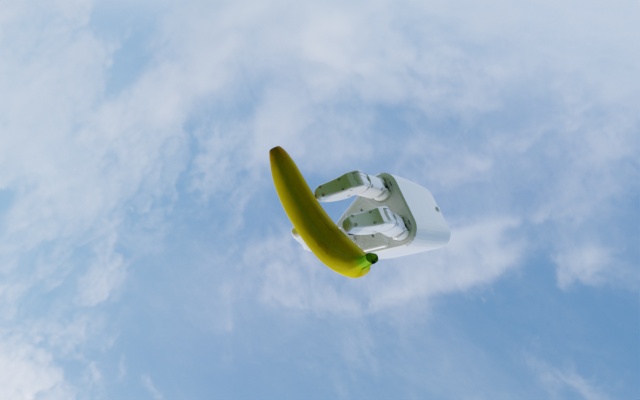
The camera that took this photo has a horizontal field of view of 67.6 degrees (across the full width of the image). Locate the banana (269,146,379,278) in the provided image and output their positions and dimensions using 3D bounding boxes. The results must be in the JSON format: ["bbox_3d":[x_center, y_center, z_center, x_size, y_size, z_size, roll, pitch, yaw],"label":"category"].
[{"bbox_3d":[-0.002,0.018,0.501,0.037,0.070,0.197,-13,43,-33],"label":"banana"}]
